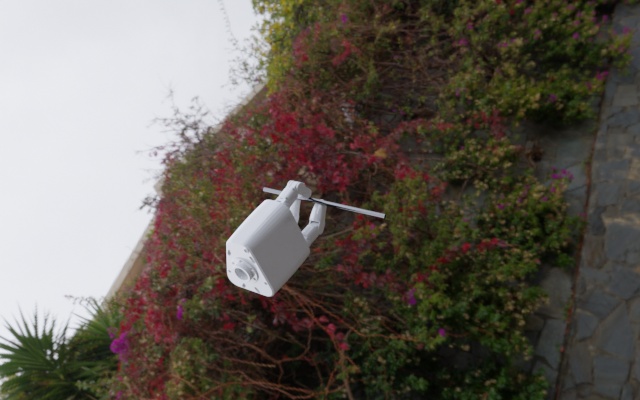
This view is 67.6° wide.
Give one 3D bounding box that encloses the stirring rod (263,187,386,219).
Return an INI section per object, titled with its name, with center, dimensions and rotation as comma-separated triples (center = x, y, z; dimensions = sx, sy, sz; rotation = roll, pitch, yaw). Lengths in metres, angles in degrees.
[stirring rod]
center = 0.000, 0.003, 0.823
dimensions = 0.239, 0.011, 0.011
rotation = 13, 6, 28
